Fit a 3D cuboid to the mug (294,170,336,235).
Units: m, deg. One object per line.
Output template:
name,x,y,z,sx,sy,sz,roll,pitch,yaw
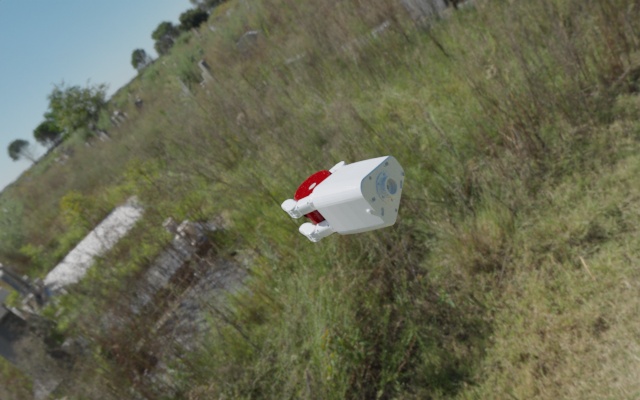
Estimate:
mug,-0.001,0.003,0.852,0.117,0.093,0.081,-13,-54,46
